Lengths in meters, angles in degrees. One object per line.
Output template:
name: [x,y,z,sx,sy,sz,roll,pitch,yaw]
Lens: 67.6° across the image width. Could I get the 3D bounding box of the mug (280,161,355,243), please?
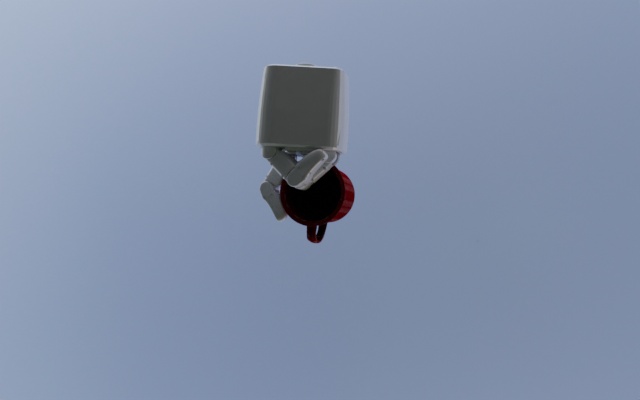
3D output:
mug: [0.000,0.004,0.675,0.093,0.117,0.081,3,-2,18]
